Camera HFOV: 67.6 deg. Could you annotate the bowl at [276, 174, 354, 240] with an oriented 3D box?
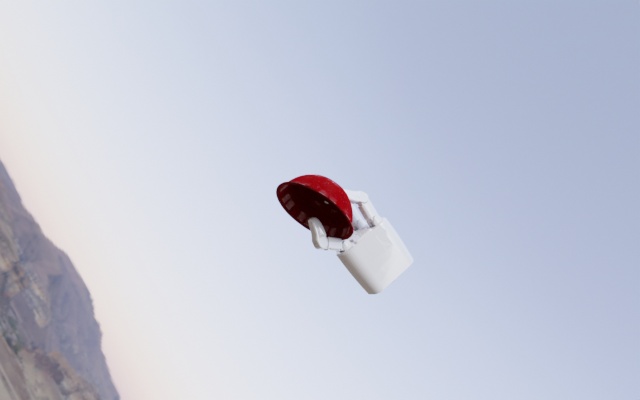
[{"bbox_3d":[0.000,0.002,0.875,0.162,0.055,0.162,26,-27,14],"label":"bowl"}]
